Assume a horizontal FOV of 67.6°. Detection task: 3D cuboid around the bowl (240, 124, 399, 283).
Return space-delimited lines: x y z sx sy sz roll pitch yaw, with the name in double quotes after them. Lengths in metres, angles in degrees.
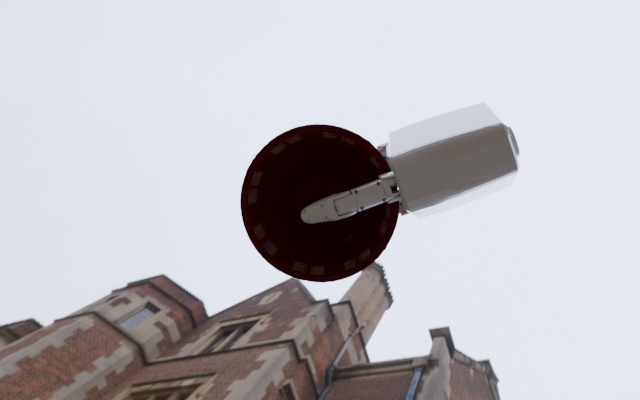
-0.001 0.002 0.507 0.162 0.162 0.055 0 6 4 "bowl"
